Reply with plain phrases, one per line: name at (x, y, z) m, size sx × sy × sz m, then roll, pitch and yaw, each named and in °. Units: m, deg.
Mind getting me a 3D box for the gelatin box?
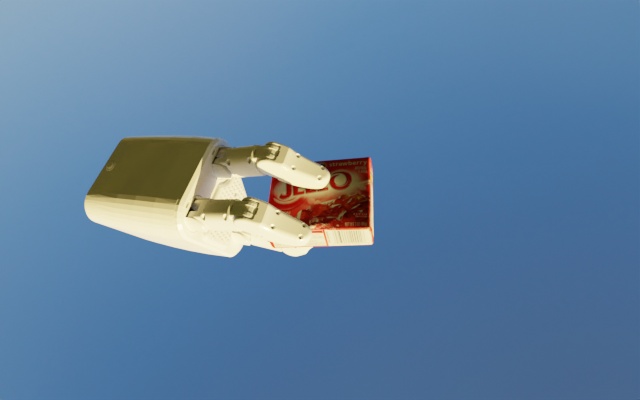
gelatin box at (0.000, 0.002, 0.409) m, size 0.089 × 0.073 × 0.030 m, roll -3°, pitch -35°, yaw 10°
